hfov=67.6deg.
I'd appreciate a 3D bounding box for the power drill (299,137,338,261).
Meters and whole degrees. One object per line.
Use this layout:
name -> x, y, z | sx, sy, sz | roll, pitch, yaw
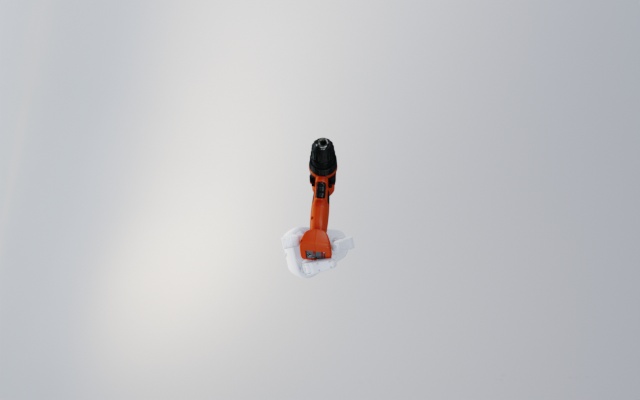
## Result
power drill -> 0.000, 0.003, 0.851 | 0.057, 0.187, 0.184 | 5, -24, 5
